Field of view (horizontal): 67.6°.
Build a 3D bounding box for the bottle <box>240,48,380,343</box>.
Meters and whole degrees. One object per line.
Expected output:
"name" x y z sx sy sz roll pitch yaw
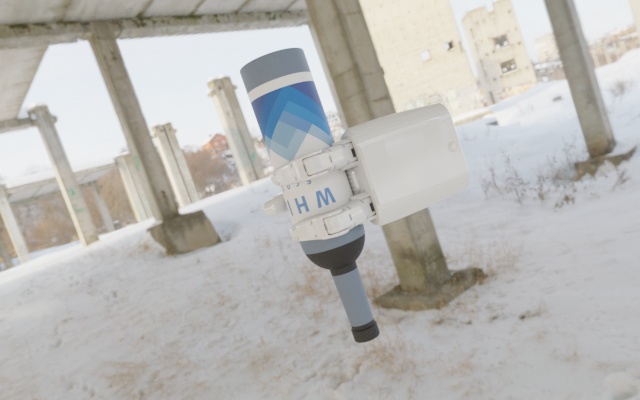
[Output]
"bottle" 0.000 0.001 0.480 0.069 0.296 0.069 -19 4 1
